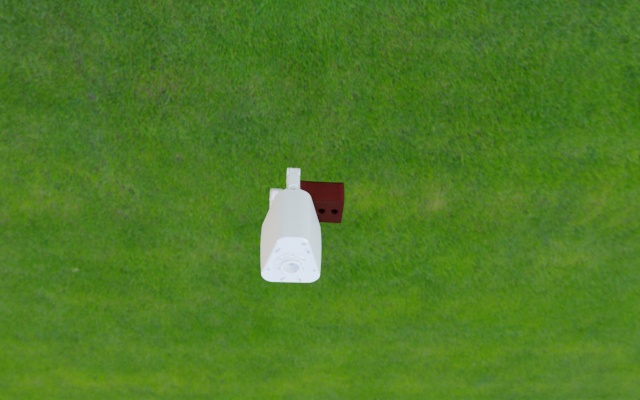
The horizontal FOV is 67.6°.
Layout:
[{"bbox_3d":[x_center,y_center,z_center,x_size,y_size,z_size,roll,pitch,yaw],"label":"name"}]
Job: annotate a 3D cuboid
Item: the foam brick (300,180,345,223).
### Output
[{"bbox_3d":[0.000,0.003,0.816,0.078,0.053,0.051,2,41,-5],"label":"foam brick"}]
